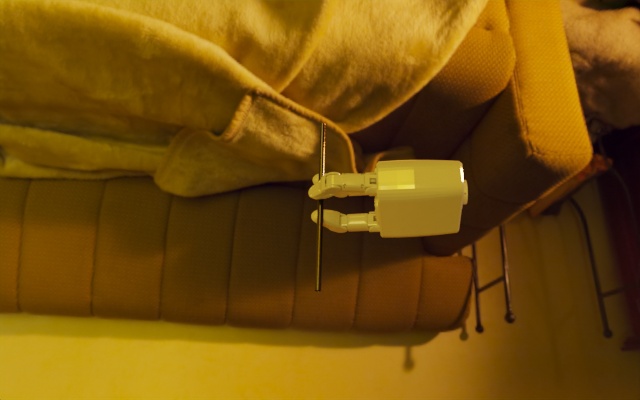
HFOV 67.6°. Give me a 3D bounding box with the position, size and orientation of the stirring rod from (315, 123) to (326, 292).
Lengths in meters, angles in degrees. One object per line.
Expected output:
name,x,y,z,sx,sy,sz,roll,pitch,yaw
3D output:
stirring rod,0.000,0.002,0.645,0.011,0.239,0.011,1,-22,1
